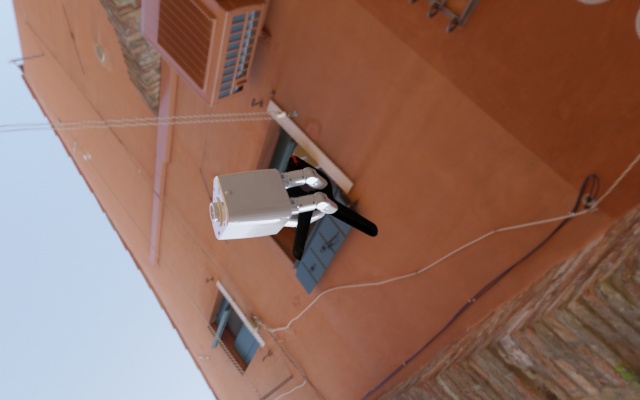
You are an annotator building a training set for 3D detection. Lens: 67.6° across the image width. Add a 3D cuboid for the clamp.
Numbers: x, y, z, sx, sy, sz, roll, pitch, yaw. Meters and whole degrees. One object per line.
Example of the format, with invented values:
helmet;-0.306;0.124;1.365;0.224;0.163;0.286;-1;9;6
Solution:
clamp;0.000;0.003;0.858;0.164;0.210;0.036;-8;-34;-24
